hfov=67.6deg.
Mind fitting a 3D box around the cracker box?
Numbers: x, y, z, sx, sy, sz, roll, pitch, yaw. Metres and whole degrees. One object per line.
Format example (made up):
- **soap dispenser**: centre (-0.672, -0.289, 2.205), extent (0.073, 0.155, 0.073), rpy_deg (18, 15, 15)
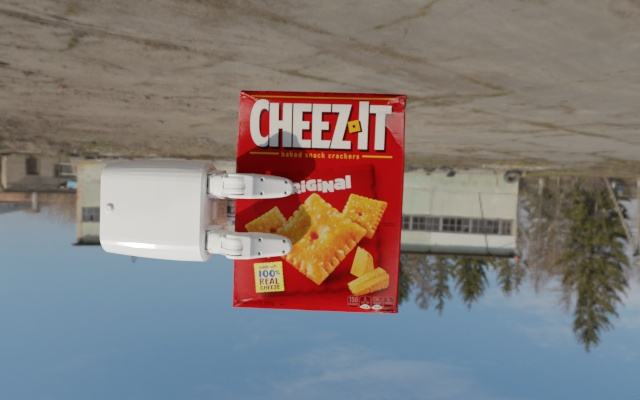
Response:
- **cracker box**: centre (0.000, 0.002, 0.483), extent (0.164, 0.213, 0.072), rpy_deg (2, 2, 4)
